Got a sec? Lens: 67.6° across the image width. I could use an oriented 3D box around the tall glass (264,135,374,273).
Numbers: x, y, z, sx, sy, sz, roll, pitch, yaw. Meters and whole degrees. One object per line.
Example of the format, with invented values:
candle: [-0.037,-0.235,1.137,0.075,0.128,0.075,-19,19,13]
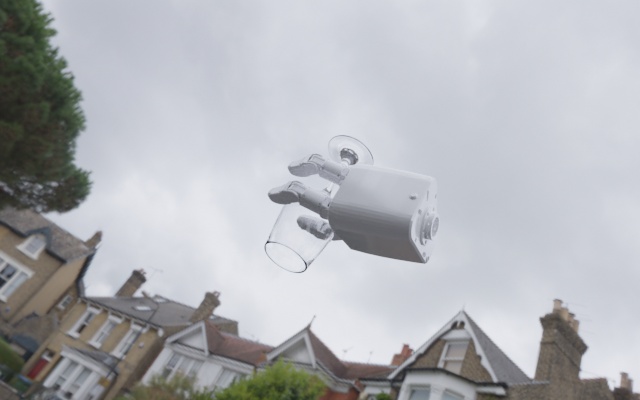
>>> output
tall glass: [0.000,0.002,0.654,0.079,0.201,0.079,22,-34,16]
